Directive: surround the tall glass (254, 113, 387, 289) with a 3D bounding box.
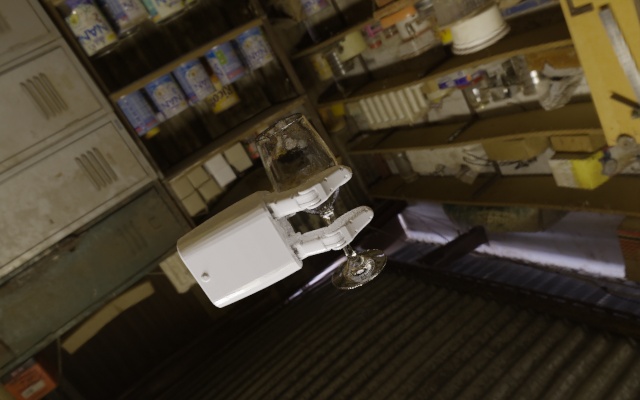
[{"bbox_3d":[0.001,0.002,0.550,0.079,0.201,0.079,-26,19,10],"label":"tall glass"}]
